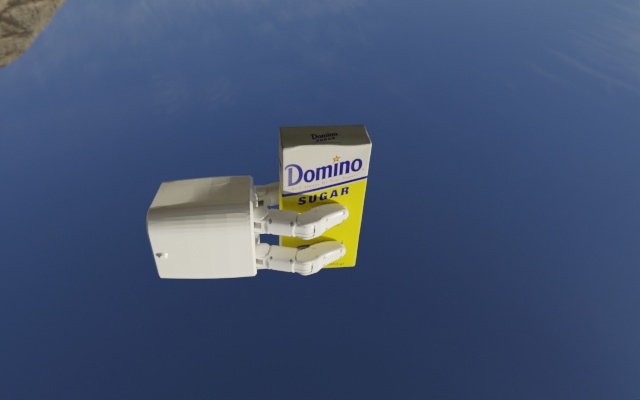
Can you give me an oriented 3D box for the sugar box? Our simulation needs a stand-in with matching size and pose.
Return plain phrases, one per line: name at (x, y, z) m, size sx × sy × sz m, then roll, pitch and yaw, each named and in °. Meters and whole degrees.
sugar box at (0.000, 0.002, 0.537) m, size 0.093 × 0.176 × 0.048 m, roll -3°, pitch 41°, yaw -8°
